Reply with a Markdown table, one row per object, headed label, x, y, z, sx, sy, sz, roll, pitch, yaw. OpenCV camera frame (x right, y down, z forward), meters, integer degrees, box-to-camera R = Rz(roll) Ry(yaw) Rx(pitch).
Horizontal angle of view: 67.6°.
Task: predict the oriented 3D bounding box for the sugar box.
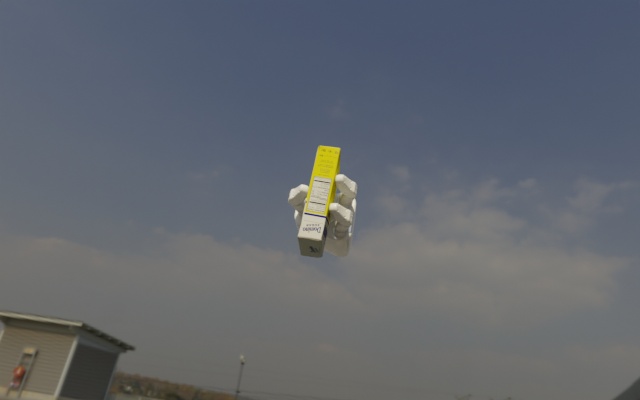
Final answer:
| label | x | y | z | sx | sy | sz | roll | pitch | yaw |
| --- | --- | --- | --- | --- | --- | --- | --- | --- | --- |
| sugar box | 0.001 | 0.003 | 0.830 | 0.048 | 0.176 | 0.093 | 7 | -24 | 5 |
